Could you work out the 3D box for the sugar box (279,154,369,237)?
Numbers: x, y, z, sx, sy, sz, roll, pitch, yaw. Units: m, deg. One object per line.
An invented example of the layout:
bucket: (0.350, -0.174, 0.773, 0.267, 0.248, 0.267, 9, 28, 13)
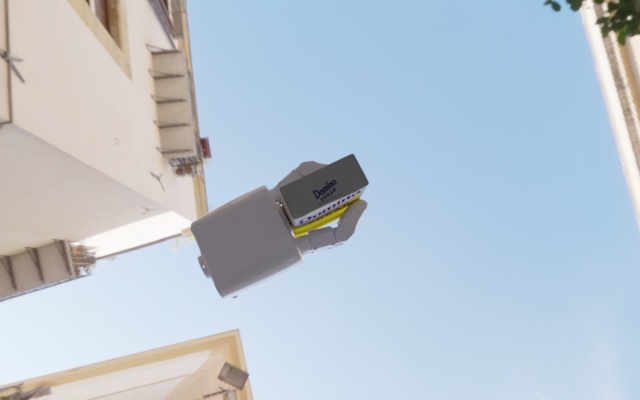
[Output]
sugar box: (0.000, 0.003, 0.593, 0.093, 0.048, 0.176, -26, -7, -7)
